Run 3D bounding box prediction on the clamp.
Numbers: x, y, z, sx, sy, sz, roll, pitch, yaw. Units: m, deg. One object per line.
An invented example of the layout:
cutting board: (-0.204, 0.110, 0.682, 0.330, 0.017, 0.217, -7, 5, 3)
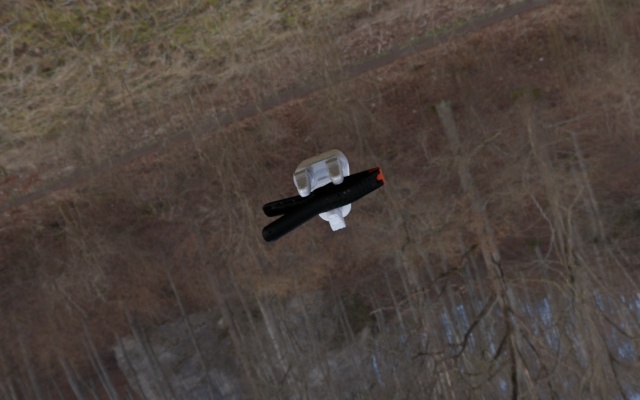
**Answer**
clamp: (0.001, 0.003, 0.741, 0.210, 0.036, 0.164, -20, 15, 5)
